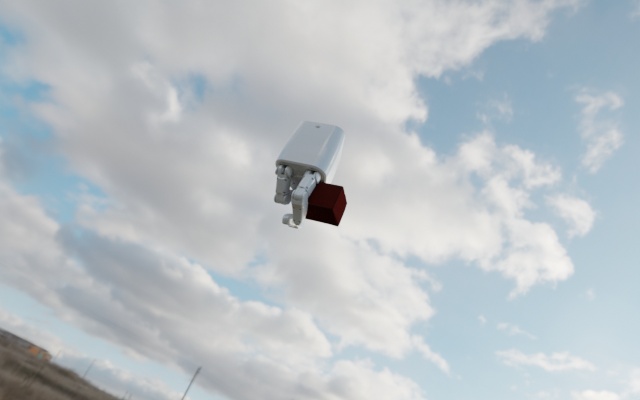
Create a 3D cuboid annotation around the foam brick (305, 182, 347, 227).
[{"bbox_3d":[0.000,0.003,0.819,0.078,0.051,0.053,13,-33,22],"label":"foam brick"}]
